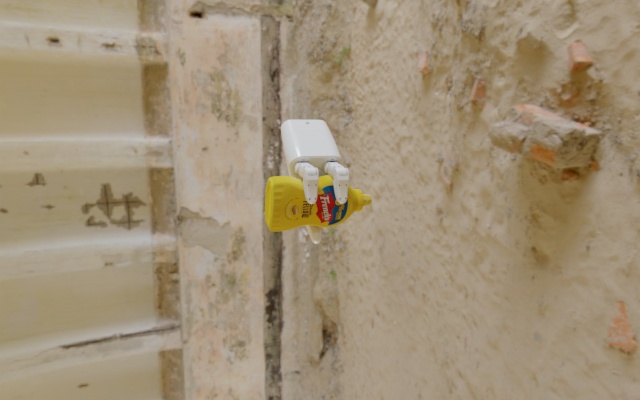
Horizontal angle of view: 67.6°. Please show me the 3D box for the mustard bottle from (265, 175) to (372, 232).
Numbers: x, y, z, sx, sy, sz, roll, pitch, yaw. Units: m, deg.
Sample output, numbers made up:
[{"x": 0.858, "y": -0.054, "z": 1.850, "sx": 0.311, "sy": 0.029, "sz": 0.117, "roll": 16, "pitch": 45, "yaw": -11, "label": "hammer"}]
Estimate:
[{"x": 0.000, "y": 0.003, "z": 0.850, "sx": 0.191, "sy": 0.096, "sz": 0.058, "roll": -3, "pitch": 26, "yaw": -18, "label": "mustard bottle"}]
